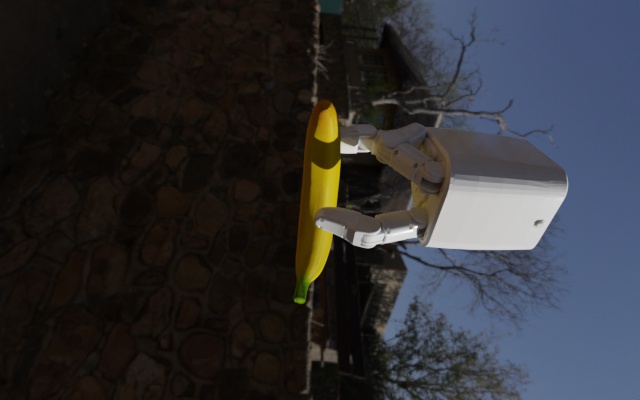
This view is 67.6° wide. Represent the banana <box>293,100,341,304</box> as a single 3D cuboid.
[{"bbox_3d":[-0.001,-0.001,0.466,0.037,0.198,0.069,4,18,-4],"label":"banana"}]
